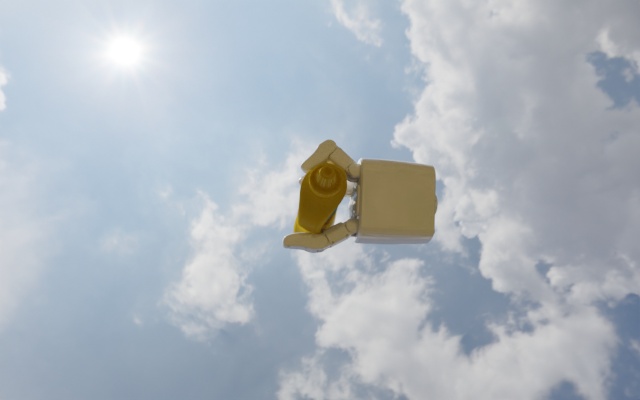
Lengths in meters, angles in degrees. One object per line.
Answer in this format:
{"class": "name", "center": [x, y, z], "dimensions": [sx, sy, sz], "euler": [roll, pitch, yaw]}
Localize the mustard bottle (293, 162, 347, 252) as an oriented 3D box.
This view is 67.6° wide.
{"class": "mustard bottle", "center": [0.000, 0.002, 0.657], "dimensions": [0.058, 0.096, 0.192], "euler": [26, -22, 4]}
